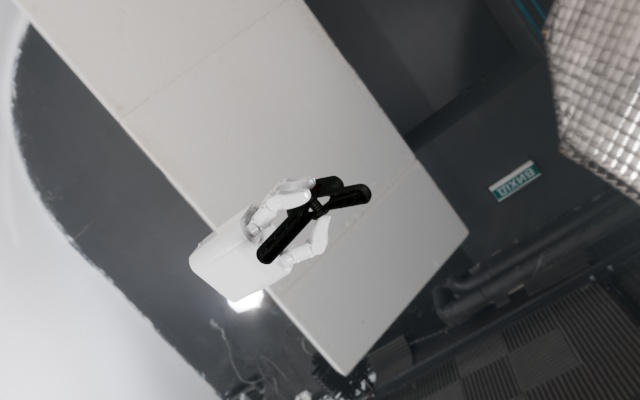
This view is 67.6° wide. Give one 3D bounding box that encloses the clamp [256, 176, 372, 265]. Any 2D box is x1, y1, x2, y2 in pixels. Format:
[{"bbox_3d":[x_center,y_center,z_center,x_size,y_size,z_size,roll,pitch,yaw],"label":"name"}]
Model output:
[{"bbox_3d":[0.000,0.003,0.666,0.164,0.036,0.210,-30,14,16],"label":"clamp"}]
